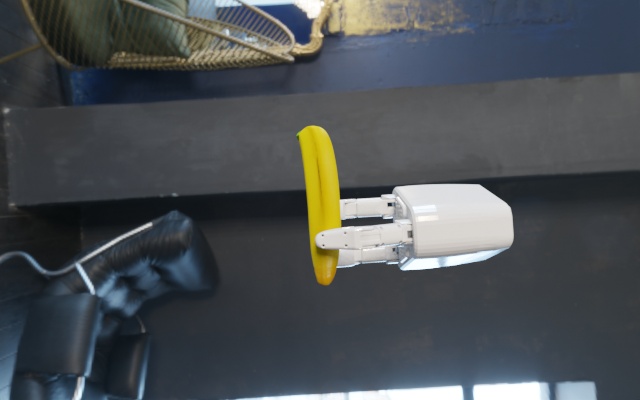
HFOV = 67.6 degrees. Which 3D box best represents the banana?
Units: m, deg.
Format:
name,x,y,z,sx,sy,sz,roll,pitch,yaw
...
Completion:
name,x,y,z,sx,sy,sz,roll,pitch,yaw
banana,0.001,-0.009,0.529,0.037,0.197,0.070,-5,-24,-6
